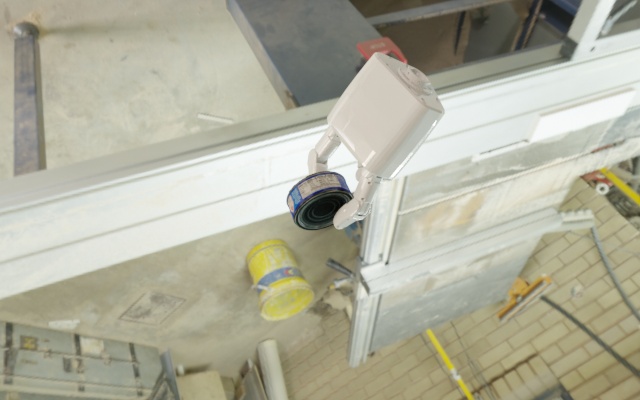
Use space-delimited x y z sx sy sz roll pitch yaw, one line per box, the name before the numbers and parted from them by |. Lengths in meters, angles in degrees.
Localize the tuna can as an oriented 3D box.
tuna can | 0.000 0.003 0.630 0.086 0.033 0.086 -16 -34 -11
